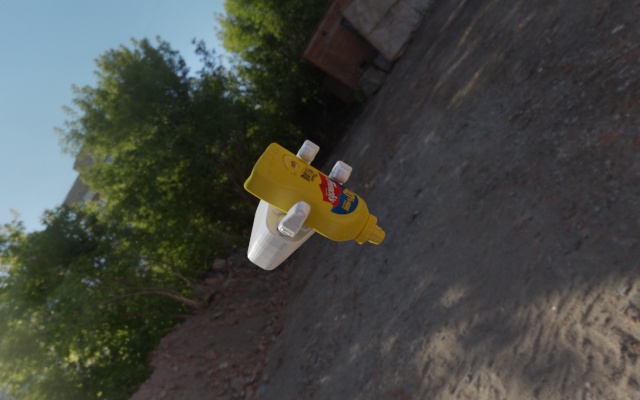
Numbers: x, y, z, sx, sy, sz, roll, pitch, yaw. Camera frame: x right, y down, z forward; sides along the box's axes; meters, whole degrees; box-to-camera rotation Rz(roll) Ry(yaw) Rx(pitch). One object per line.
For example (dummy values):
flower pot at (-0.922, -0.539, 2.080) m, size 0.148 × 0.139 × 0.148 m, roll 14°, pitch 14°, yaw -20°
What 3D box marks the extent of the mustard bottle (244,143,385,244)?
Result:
mustard bottle at (0.000, 0.002, 0.625) m, size 0.191 × 0.058 × 0.096 m, roll 32°, pitch 27°, yaw -6°
